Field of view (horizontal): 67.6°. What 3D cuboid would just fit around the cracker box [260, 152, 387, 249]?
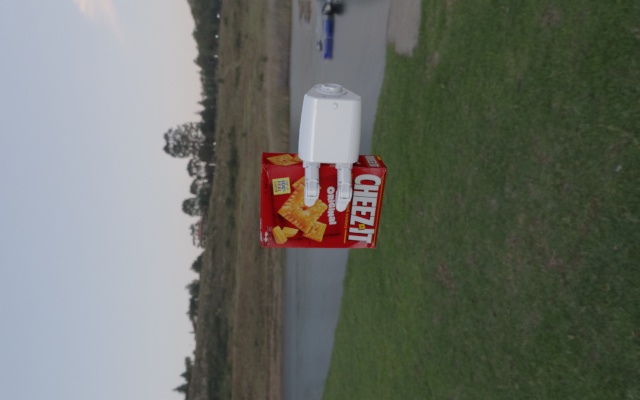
[{"bbox_3d":[0.000,0.003,0.855,0.214,0.164,0.072,2,26,-7],"label":"cracker box"}]
